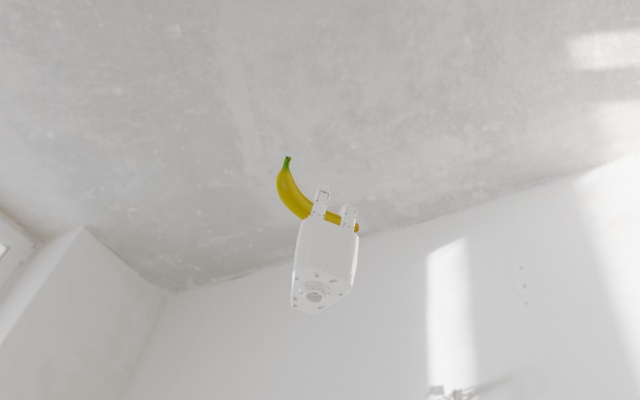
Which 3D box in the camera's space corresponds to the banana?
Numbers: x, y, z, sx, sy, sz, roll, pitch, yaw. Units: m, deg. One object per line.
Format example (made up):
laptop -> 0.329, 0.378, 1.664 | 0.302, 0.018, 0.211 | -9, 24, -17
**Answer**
banana -> -0.016, 0.010, 0.857 | 0.070, 0.198, 0.037 | -34, 26, 27
